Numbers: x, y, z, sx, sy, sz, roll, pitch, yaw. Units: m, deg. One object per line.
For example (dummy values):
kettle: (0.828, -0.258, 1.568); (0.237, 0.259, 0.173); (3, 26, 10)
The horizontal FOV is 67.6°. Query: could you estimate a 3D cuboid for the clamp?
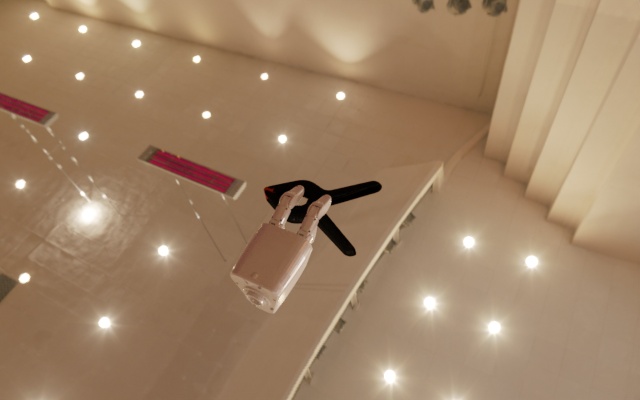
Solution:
clamp: (0.000, 0.003, 0.863); (0.210, 0.164, 0.036); (19, -36, 21)
